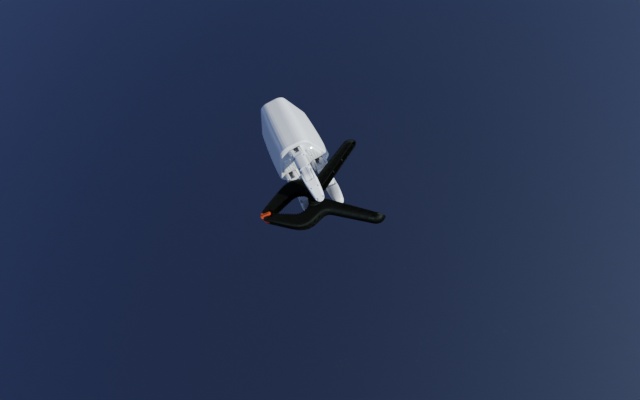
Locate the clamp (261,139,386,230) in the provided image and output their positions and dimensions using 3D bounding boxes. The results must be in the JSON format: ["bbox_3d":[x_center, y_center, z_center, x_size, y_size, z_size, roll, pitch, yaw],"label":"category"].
[{"bbox_3d":[-0.001,0.002,0.830,0.210,0.164,0.036,-27,-24,2],"label":"clamp"}]
